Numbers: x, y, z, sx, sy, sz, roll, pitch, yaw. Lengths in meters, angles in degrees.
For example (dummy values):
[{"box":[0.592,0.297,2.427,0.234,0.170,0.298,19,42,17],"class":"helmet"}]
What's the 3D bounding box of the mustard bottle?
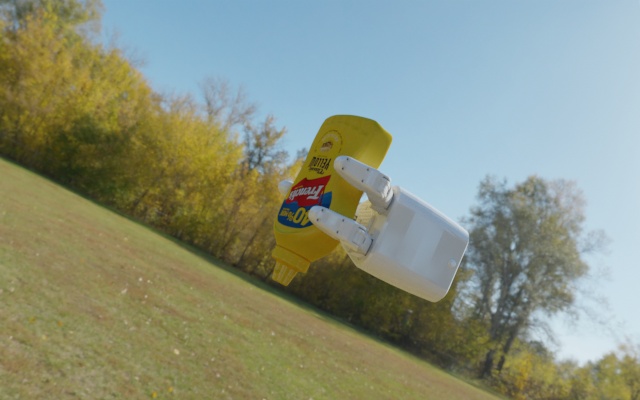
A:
[{"box":[0.000,0.001,0.514,0.058,0.191,0.096,35,-13,-38],"class":"mustard bottle"}]
